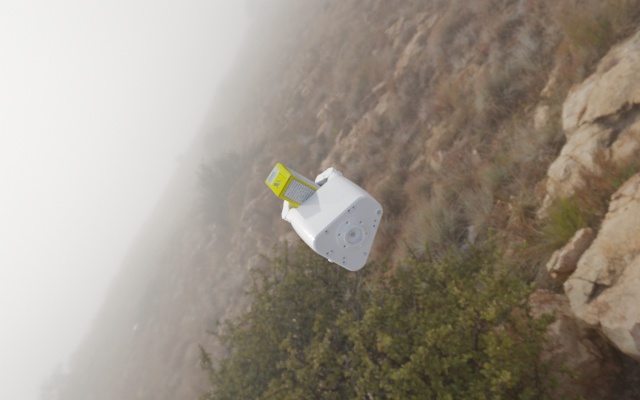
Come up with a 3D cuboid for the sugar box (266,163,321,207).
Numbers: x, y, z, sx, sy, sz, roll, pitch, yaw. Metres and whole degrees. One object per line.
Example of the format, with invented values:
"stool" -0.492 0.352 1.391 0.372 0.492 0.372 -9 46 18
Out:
"sugar box" 0.000 0.003 0.801 0.176 0.048 0.093 31 6 -25
